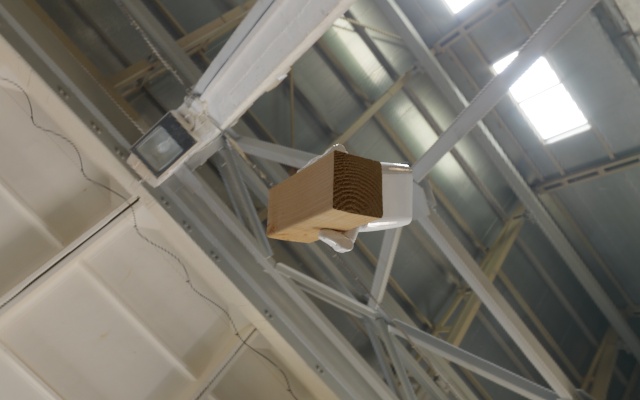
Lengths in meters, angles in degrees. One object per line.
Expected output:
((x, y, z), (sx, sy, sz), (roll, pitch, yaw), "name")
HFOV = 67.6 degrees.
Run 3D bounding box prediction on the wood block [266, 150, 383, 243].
((0.000, 0.003, 0.766), (0.090, 0.090, 0.206), (11, -21, -30), "wood block")
